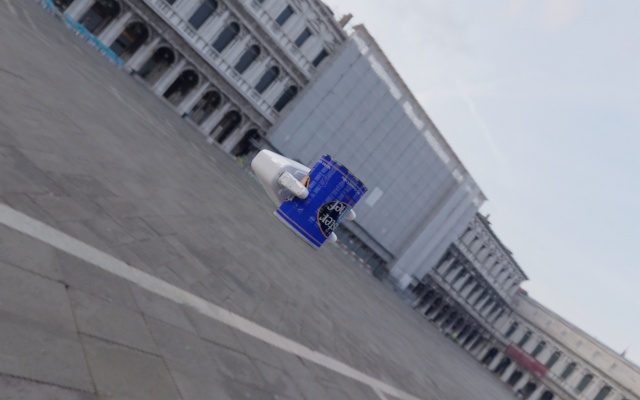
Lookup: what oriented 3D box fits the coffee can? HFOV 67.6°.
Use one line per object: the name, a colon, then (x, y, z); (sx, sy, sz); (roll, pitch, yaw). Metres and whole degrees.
coffee can: (0.000, 0.003, 0.844); (0.103, 0.140, 0.103); (40, -2, 2)
